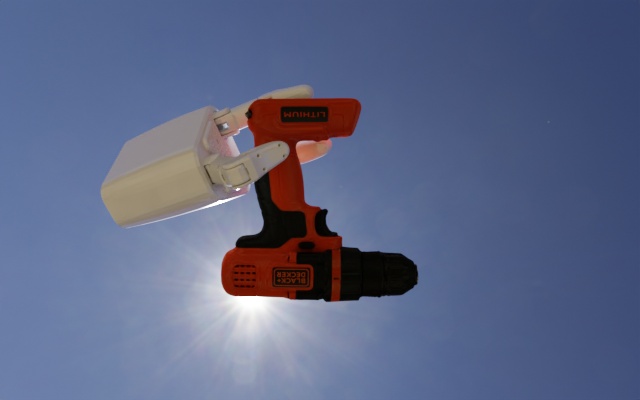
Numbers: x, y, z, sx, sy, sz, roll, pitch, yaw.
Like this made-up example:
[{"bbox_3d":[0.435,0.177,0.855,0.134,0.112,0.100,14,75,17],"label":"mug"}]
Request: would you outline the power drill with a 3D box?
[{"bbox_3d":[0.000,0.001,0.446,0.184,0.187,0.057,0,0,-3],"label":"power drill"}]
